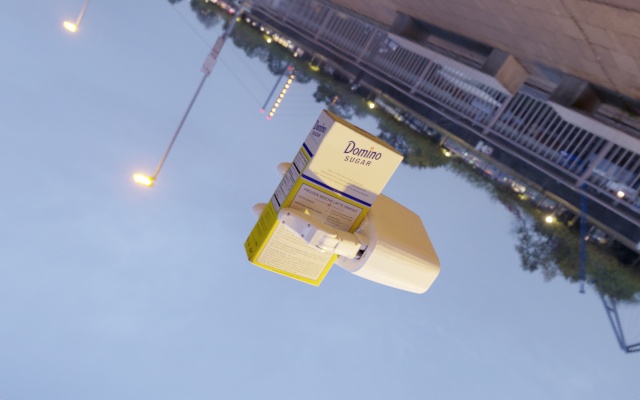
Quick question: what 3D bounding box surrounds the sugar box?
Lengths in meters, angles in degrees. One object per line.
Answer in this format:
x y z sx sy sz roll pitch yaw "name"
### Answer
0.000 0.002 0.510 0.093 0.176 0.048 24 16 -29 "sugar box"
